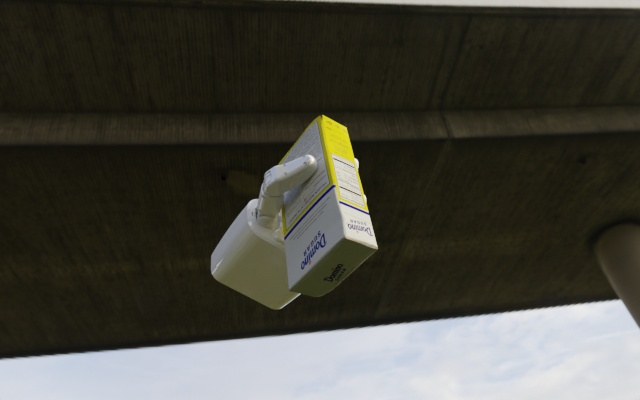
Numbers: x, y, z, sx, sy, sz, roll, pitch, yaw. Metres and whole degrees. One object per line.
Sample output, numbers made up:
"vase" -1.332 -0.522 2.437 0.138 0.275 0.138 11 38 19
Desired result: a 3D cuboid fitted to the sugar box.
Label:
"sugar box" 0.000 0.002 0.496 0.048 0.176 0.093 19 -49 -31
